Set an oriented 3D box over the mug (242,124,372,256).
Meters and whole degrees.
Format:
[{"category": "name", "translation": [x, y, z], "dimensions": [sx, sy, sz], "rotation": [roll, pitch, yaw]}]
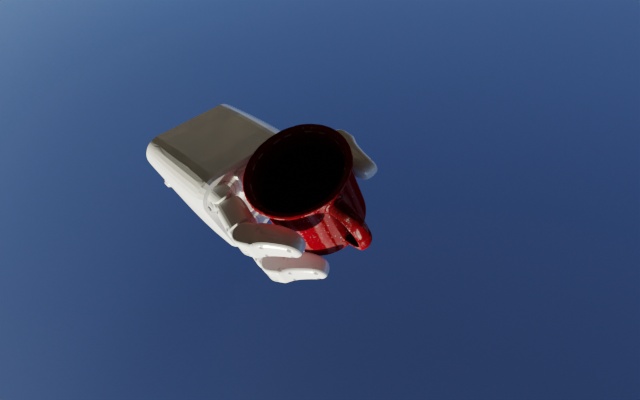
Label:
[{"category": "mug", "translation": [0.001, 0.002, 0.404], "dimensions": [0.117, 0.093, 0.081], "rotation": [36, -15, 34]}]
